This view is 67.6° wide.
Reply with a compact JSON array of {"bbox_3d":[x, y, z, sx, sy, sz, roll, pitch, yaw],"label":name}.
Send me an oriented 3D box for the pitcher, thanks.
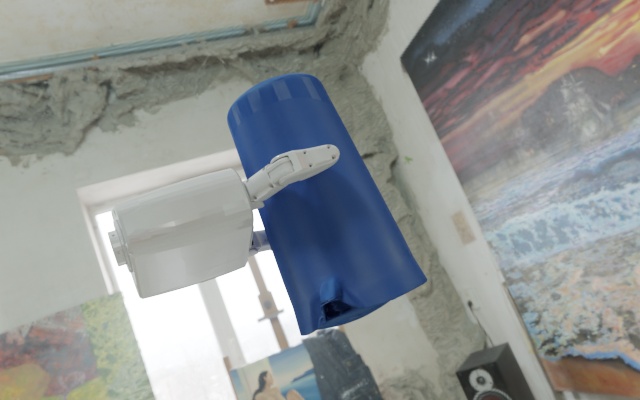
[{"bbox_3d":[0.000,0.002,0.492,0.145,0.242,0.149,-18,-11,-26],"label":"pitcher"}]
